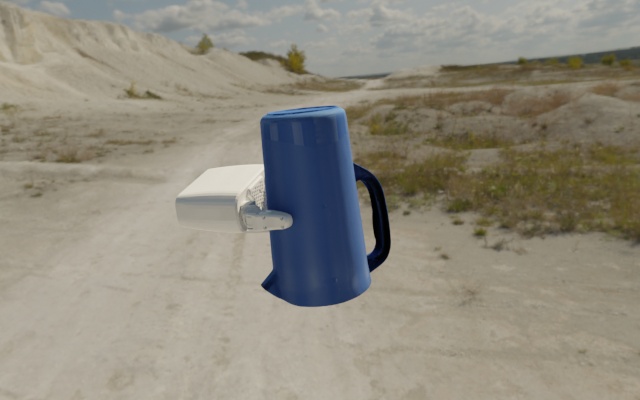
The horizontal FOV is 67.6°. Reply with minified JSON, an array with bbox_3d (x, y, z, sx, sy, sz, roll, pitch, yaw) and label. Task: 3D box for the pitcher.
[{"bbox_3d":[0.000,0.002,0.625,0.145,0.243,0.149,1,16,25],"label":"pitcher"}]
